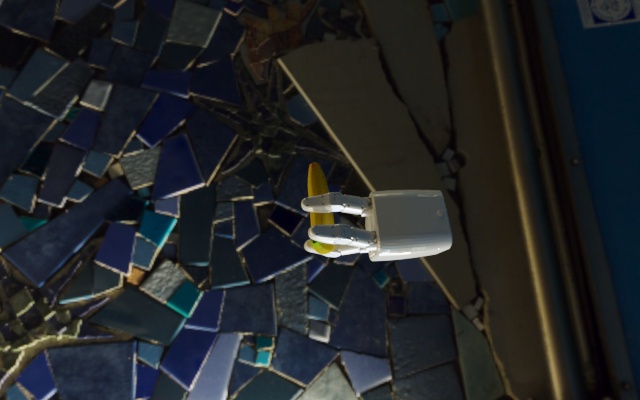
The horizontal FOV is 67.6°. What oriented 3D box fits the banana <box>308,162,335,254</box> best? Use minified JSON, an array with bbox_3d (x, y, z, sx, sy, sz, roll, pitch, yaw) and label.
[{"bbox_3d":[0.001,0.019,0.736,0.037,0.070,0.197,-5,37,0],"label":"banana"}]
